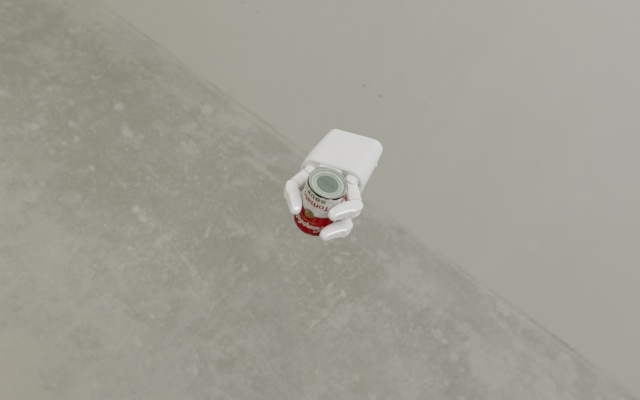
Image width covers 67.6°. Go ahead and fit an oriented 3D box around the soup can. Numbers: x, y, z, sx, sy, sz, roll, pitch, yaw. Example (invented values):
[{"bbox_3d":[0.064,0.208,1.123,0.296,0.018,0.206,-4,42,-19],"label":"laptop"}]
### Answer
[{"bbox_3d":[0.000,0.003,0.783,0.068,0.068,0.102,0,-38,-18],"label":"soup can"}]
